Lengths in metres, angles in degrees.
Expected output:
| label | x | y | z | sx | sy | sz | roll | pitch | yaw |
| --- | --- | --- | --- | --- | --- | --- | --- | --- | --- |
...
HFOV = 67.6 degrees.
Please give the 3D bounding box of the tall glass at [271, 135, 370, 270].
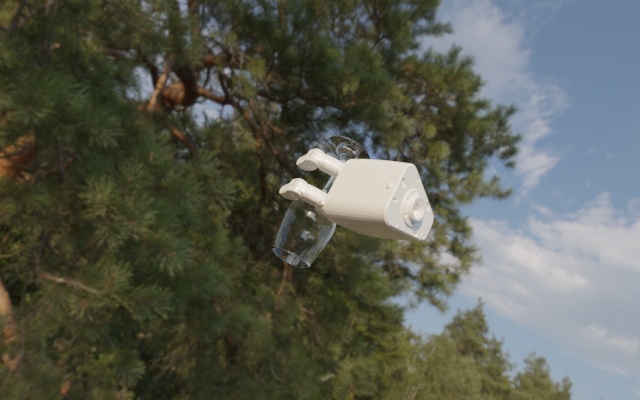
| label | x | y | z | sx | sy | sz | roll | pitch | yaw |
| --- | --- | --- | --- | --- | --- | --- | --- | --- | --- |
| tall glass | 0.000 | 0.002 | 0.721 | 0.079 | 0.201 | 0.079 | 25 | -21 | 10 |
